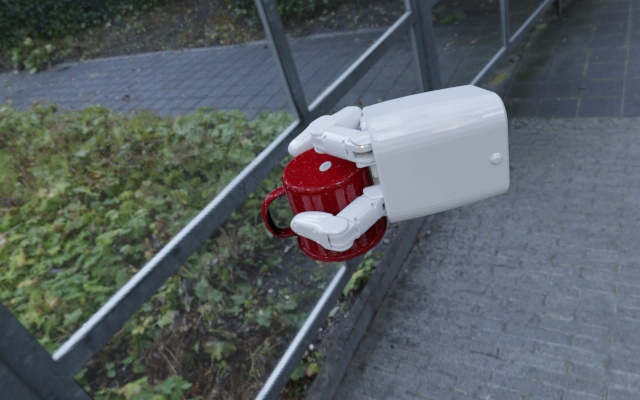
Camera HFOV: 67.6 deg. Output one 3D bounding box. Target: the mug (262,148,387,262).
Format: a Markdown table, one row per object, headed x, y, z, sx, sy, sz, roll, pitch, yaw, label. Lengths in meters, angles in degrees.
| x | y | z | sx | sy | sz | roll | pitch | yaw | label |
| --- | --- | --- | --- | --- | --- | --- | --- | --- | --- |
| -0.001 | 0.002 | 0.462 | 0.117 | 0.082 | 0.093 | -14 | 34 | 4 | mug |
